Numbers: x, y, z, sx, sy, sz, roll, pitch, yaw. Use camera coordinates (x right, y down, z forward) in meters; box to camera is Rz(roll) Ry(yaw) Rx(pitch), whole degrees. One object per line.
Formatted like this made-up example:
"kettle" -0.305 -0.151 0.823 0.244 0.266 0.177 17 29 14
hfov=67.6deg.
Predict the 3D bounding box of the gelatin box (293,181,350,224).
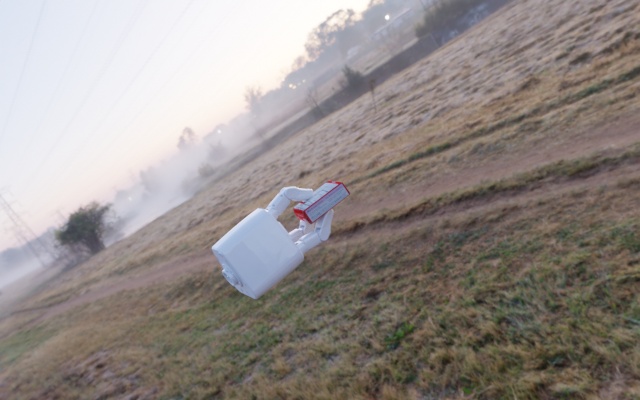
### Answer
"gelatin box" 0.000 0.002 0.839 0.089 0.030 0.073 -38 13 -12
